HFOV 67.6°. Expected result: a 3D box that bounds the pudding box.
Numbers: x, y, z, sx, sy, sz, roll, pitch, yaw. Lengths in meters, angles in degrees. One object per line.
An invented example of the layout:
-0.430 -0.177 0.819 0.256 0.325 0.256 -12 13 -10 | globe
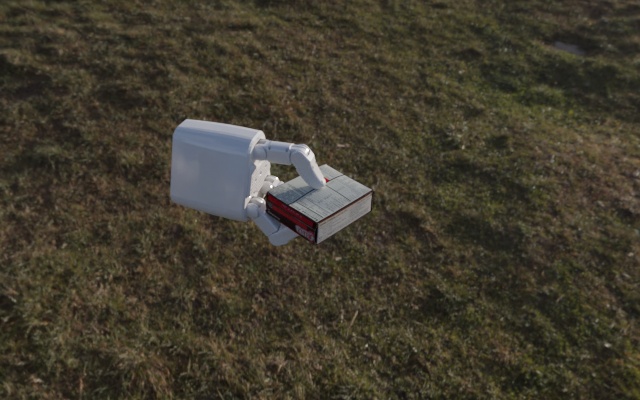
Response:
0.000 0.002 0.609 0.090 0.039 0.113 32 44 32 | pudding box
